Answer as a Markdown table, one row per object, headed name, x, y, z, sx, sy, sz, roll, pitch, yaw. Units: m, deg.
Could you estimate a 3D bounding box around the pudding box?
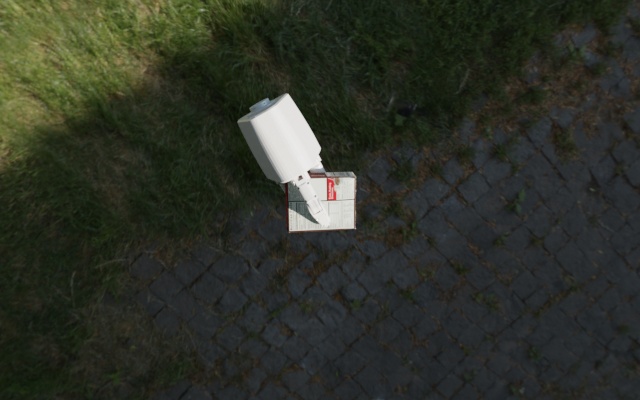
| name | x | y | z | sx | sy | sz | roll | pitch | yaw |
| --- | --- | --- | --- | --- | --- | --- | --- | --- | --- |
| pudding box | 0.000 | 0.002 | 0.764 | 0.113 | 0.090 | 0.039 | -2 | 15 | -5 |
